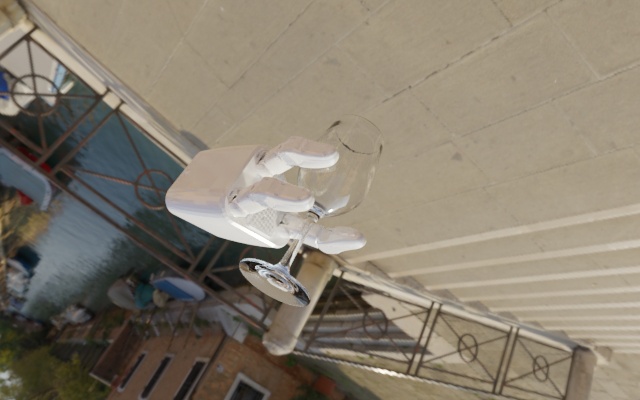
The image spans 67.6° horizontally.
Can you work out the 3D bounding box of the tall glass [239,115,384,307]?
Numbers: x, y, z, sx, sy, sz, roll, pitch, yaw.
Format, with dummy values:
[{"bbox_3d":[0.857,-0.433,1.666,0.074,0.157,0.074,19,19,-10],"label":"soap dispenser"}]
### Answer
[{"bbox_3d":[0.000,0.002,0.485,0.079,0.201,0.079,22,-31,14],"label":"tall glass"}]
